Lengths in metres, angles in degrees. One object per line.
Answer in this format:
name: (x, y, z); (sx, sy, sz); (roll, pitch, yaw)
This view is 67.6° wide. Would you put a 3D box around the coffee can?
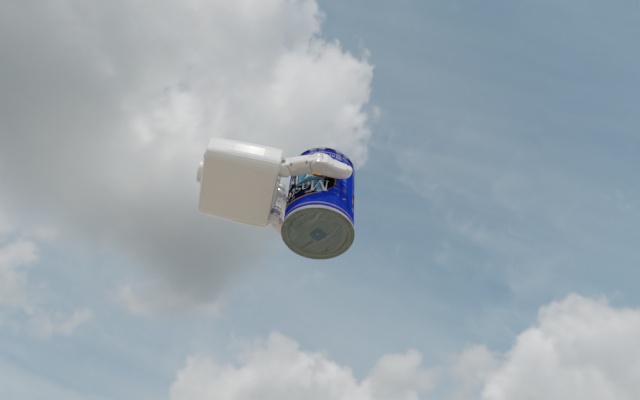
coffee can: (0.000, 0.002, 0.713); (0.103, 0.103, 0.140); (0, 41, 5)
